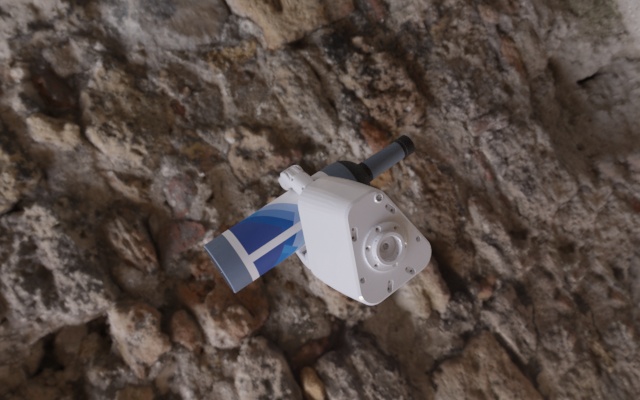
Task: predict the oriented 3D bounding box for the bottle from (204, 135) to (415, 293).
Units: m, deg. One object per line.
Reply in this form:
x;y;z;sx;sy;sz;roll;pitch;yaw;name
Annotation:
0.000;0.002;0.594;0.295;0.069;0.069;-34;11;-17;bottle
